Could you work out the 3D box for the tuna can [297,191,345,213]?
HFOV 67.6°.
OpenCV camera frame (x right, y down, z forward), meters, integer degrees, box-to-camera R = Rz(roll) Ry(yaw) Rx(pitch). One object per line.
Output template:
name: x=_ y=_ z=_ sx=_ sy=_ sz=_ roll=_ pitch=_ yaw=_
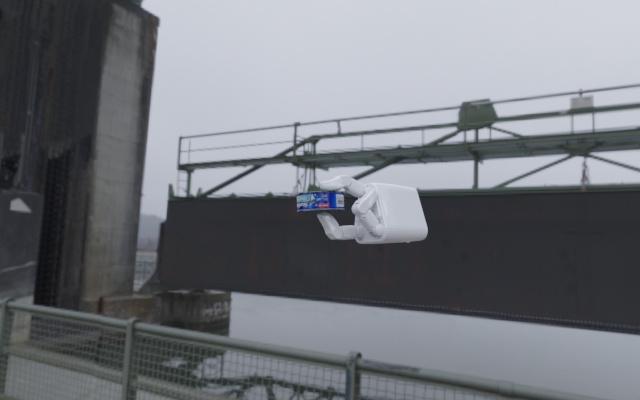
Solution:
tuna can: x=0.000 y=0.002 z=0.854 sx=0.086 sy=0.034 sz=0.086 roll=-2 pitch=-4 yaw=0
